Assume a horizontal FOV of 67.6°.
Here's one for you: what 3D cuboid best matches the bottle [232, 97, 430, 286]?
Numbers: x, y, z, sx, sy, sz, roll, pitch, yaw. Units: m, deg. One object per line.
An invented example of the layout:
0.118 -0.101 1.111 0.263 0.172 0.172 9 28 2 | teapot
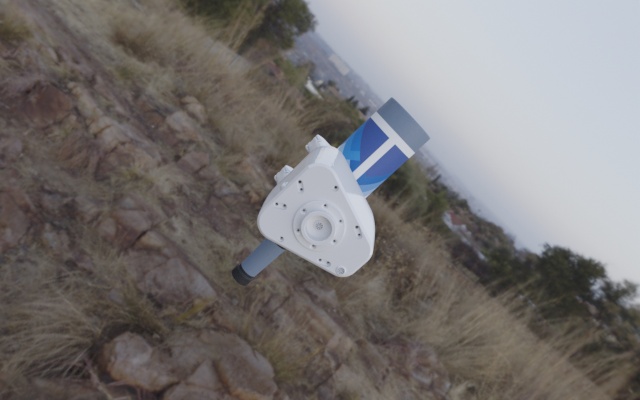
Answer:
0.000 0.002 0.585 0.296 0.069 0.069 -43 -11 12 | bottle
